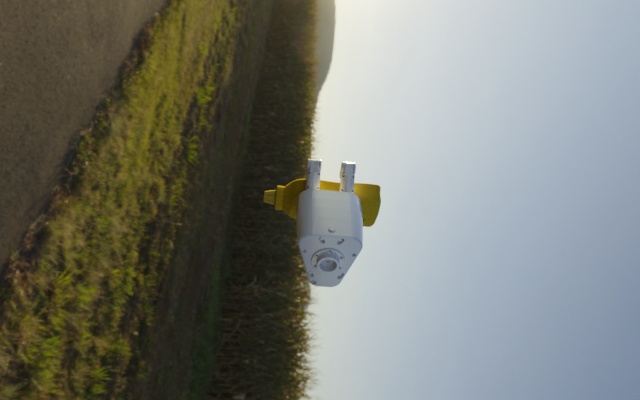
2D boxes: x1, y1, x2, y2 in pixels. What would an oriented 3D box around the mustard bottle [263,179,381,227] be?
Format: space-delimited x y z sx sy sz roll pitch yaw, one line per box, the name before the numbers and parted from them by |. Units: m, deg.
mustard bottle | 0.000 0.002 0.806 0.191 0.058 0.096 5 -29 -4
